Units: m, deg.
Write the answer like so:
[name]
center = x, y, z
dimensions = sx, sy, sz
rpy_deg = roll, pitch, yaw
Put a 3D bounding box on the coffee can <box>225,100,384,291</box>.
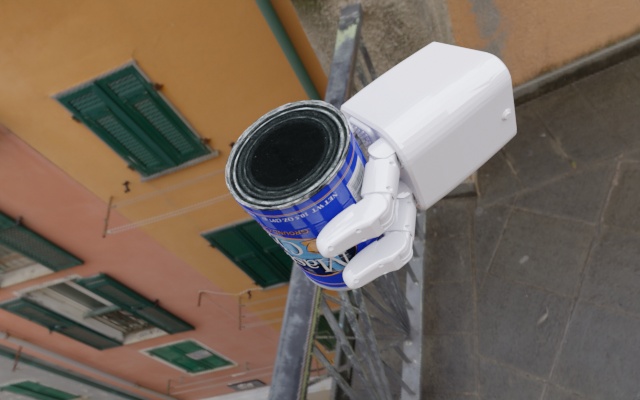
[coffee can]
center = 0.000, 0.001, 0.405
dimensions = 0.103, 0.102, 0.140
rpy_deg = 0, -33, 27
